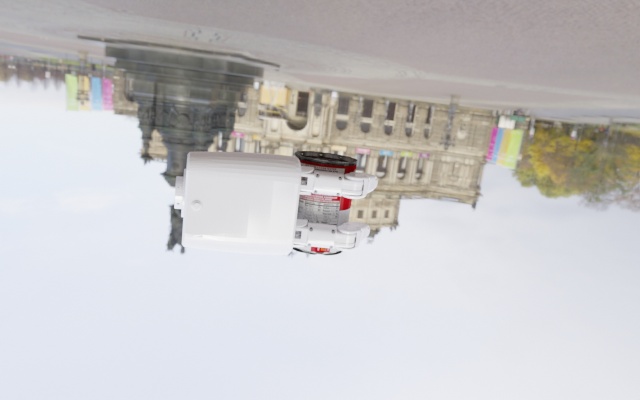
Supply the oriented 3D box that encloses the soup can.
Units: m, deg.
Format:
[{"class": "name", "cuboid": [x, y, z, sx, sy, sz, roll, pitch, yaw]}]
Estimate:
[{"class": "soup can", "cuboid": [0.000, 0.002, 0.521, 0.068, 0.102, 0.068, 7, 12, -1]}]
